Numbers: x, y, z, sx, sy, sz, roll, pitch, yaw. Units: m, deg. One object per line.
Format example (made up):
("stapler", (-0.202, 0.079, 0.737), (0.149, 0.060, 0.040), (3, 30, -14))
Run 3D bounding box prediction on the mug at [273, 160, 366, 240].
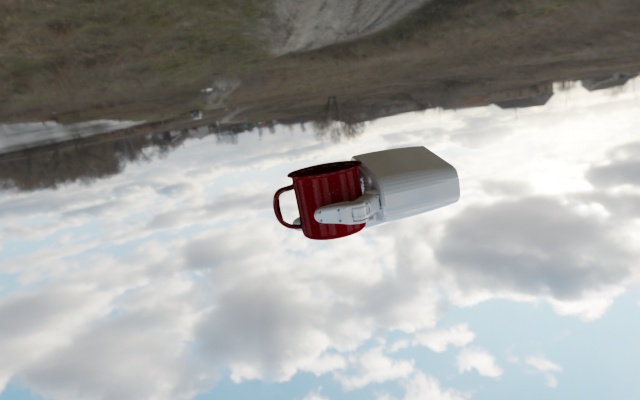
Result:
("mug", (-0.001, 0.002, 0.588), (0.117, 0.081, 0.093), (-12, 12, -12))
